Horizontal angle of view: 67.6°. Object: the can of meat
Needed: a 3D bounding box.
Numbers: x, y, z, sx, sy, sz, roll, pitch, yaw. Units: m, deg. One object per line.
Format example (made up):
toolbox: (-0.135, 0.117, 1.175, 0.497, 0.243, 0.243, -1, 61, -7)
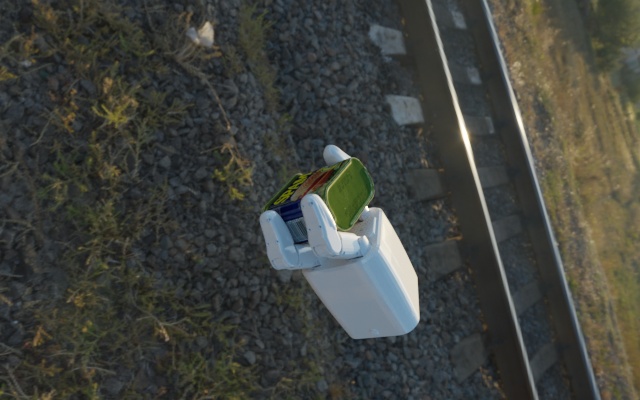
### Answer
can of meat: (0.000, 0.001, 0.512, 0.084, 0.057, 0.102, -17, 21, 36)
